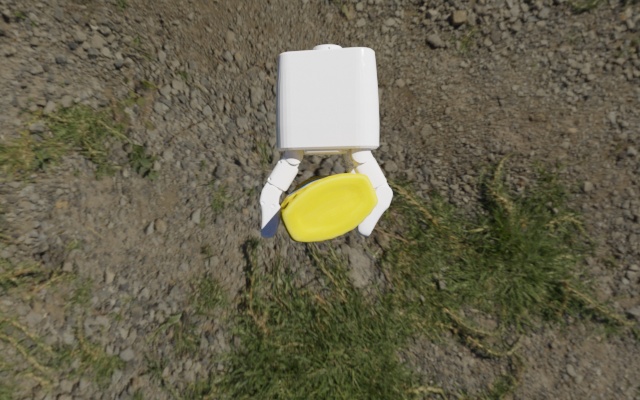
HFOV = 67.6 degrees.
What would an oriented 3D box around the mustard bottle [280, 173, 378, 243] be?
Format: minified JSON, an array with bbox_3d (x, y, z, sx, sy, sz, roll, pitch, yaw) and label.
[{"bbox_3d":[0.000,0.002,0.551,0.096,0.058,0.191,-27,6,-4],"label":"mustard bottle"}]
